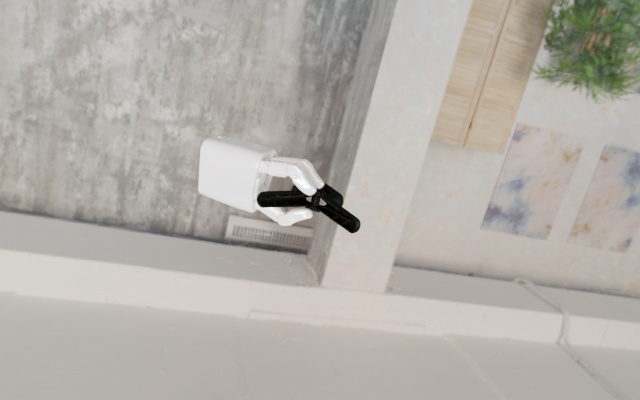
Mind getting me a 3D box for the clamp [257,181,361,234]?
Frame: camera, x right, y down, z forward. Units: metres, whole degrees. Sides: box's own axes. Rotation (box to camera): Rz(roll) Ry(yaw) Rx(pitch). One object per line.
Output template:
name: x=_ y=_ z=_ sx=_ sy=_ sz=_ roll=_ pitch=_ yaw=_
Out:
clamp: x=0.000 y=0.003 z=0.814 sx=0.164 sy=0.036 sz=0.210 roll=19 pitch=14 yaw=9
